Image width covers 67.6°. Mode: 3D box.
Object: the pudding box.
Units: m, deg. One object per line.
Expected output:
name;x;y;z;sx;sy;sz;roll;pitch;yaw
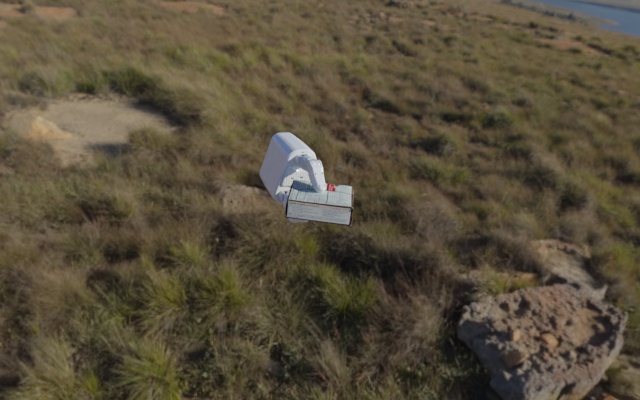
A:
pudding box;0.000;0.003;0.821;0.113;0.039;0.090;6;26;2
